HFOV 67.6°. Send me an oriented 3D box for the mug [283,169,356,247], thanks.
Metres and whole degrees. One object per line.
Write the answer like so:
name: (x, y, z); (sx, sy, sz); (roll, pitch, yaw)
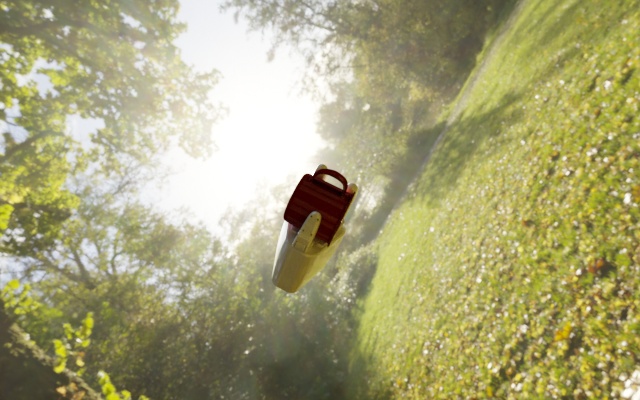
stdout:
mug: (0.000, 0.001, 0.710); (0.081, 0.117, 0.093); (26, 39, 3)
